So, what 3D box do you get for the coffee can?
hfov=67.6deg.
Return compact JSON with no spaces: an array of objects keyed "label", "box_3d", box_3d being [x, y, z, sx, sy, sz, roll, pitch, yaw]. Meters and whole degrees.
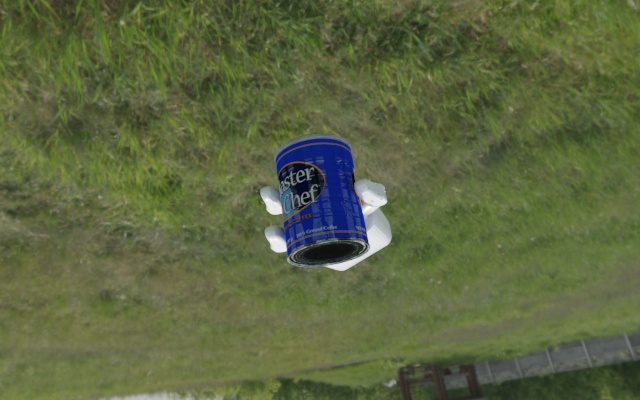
[{"label":"coffee can","box_3d":[0.000,0.002,0.603,0.103,0.140,0.103,-8,-23,-3]}]
